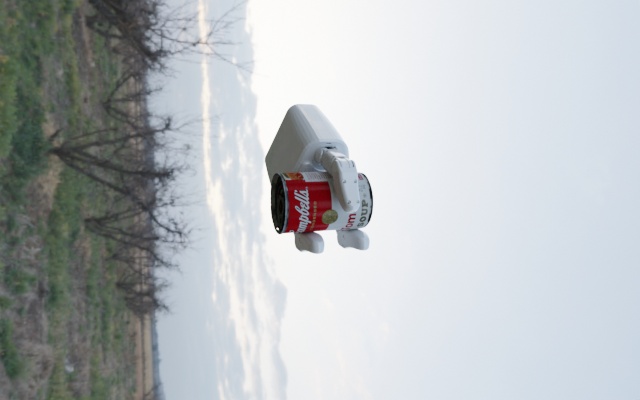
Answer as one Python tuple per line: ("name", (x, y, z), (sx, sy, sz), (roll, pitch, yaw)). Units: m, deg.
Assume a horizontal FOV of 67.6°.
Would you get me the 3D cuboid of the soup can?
("soup can", (0.001, 0.002, 0.541), (0.102, 0.068, 0.068), (-2, 1, -20))
